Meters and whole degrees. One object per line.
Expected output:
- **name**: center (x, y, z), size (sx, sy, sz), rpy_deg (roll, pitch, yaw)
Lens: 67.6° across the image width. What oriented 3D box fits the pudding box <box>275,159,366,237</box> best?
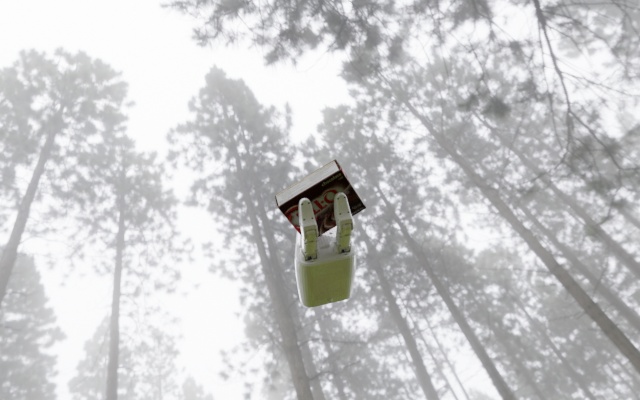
- **pudding box**: center (0.000, 0.002, 0.736), size (0.113, 0.090, 0.039), rpy_deg (-33, 38, 5)
